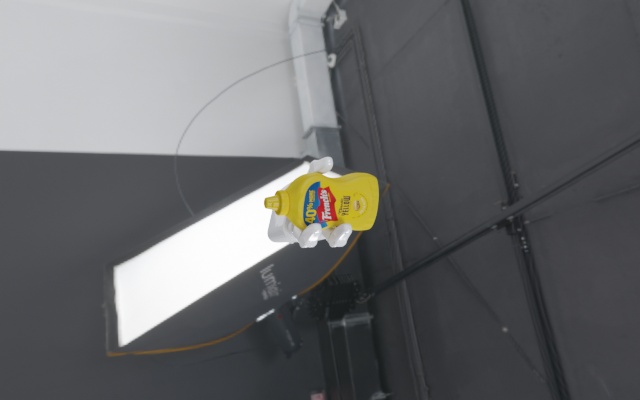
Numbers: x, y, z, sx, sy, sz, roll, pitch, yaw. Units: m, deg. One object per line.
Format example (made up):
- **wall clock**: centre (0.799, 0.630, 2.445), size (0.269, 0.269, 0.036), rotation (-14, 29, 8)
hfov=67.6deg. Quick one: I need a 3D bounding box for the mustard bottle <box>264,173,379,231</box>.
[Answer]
- **mustard bottle**: centre (0.001, 0.003, 0.784), size (0.191, 0.096, 0.058), rotation (-1, 16, -25)
